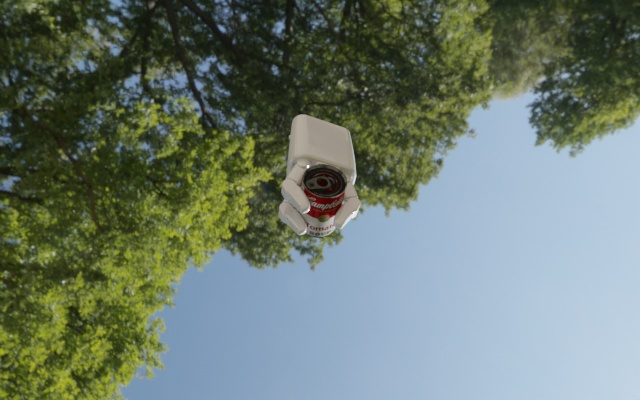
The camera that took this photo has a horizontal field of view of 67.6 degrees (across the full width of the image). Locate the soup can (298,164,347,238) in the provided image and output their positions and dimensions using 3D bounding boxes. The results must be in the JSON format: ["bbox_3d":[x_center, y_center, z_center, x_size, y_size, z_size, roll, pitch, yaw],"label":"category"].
[{"bbox_3d":[0.000,0.003,0.747,0.068,0.068,0.102,0,-40,-10],"label":"soup can"}]
